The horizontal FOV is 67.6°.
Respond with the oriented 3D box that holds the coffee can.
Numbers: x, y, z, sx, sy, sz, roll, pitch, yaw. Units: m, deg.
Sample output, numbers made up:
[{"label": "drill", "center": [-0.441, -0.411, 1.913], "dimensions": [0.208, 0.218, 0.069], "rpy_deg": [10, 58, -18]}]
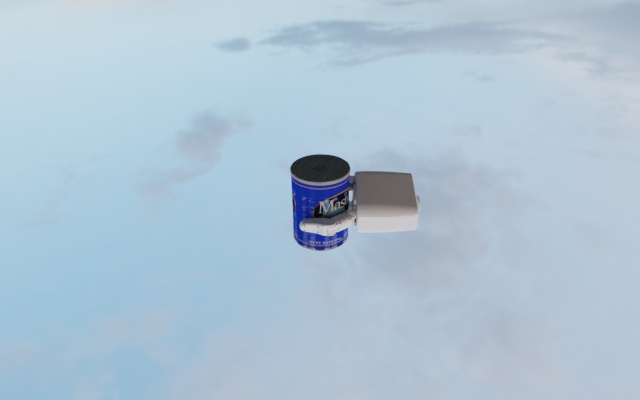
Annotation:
[{"label": "coffee can", "center": [0.000, 0.003, 0.847], "dimensions": [0.103, 0.140, 0.102], "rpy_deg": [0, 32, 0]}]
